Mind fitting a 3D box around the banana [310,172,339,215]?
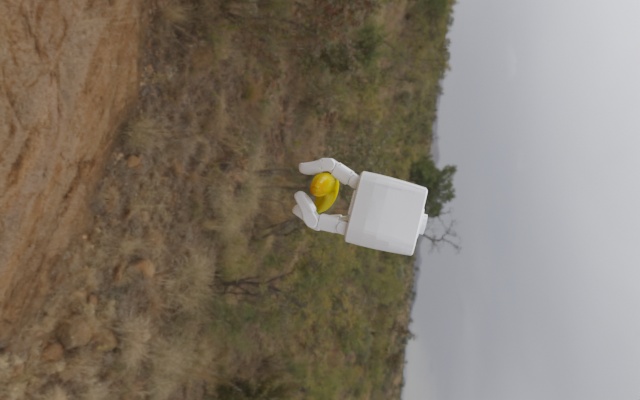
[{"bbox_3d":[0.007,-0.013,0.802,0.037,0.069,0.198,21,-15,6],"label":"banana"}]
